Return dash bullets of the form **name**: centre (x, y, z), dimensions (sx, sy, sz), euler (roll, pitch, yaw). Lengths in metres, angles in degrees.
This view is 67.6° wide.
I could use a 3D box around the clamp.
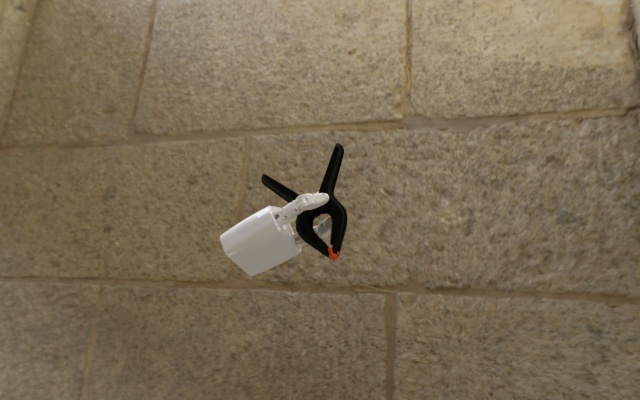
- **clamp**: centre (0.000, 0.003, 0.858), dimensions (0.164, 0.210, 0.036), euler (-29, -23, 6)
